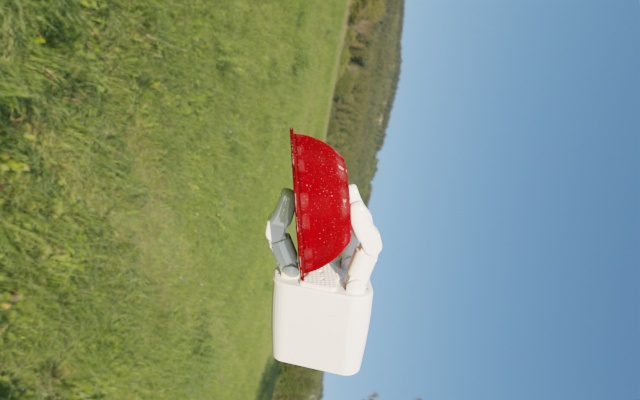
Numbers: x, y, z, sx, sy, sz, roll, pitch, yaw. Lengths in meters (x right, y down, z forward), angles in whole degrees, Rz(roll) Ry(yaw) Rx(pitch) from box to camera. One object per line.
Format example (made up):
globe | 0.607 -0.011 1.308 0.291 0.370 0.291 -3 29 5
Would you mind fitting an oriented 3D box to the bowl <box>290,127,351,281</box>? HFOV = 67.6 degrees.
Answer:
bowl | 0.000 0.001 0.505 0.055 0.162 0.162 -5 0 -2
